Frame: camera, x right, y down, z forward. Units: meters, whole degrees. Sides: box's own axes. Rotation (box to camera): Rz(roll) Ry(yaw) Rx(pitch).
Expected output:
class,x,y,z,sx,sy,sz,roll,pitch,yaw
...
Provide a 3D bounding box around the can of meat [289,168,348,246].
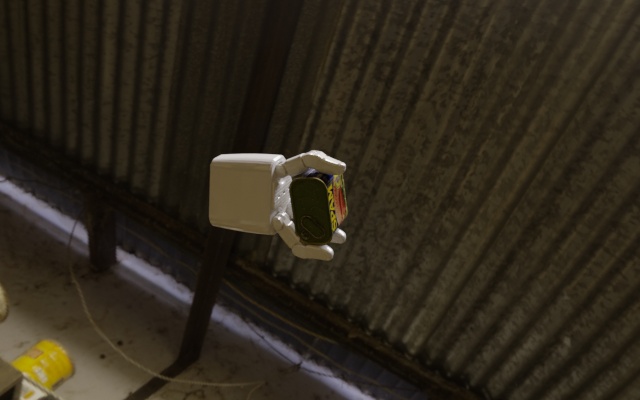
class,x,y,z,sx,sy,sz,roll,pitch,yaw
can of meat,0.000,0.002,0.702,0.057,0.102,0.084,0,21,21
